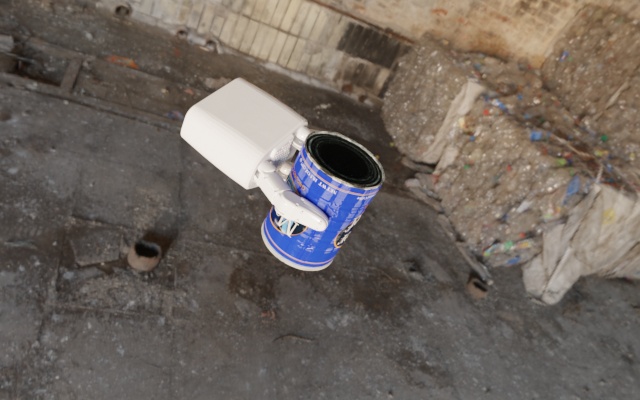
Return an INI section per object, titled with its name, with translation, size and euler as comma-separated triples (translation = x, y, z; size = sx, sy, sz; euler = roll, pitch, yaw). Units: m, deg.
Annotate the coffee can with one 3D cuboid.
[coffee can]
translation = 0.000, 0.002, 0.582
size = 0.103, 0.140, 0.102
euler = 20, 35, -15
